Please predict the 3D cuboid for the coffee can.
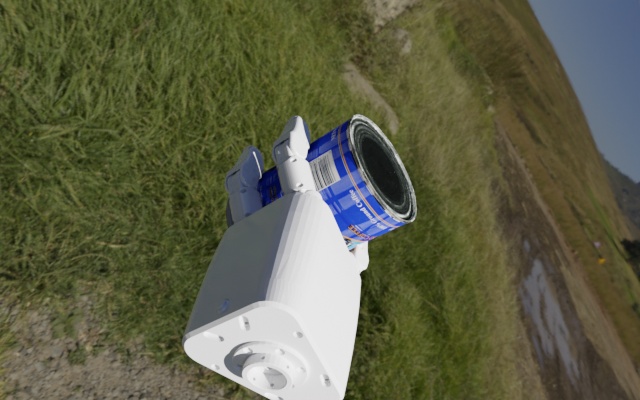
[{"bbox_3d":[0.000,0.001,0.434,0.140,0.102,0.103,-29,-14,27],"label":"coffee can"}]
